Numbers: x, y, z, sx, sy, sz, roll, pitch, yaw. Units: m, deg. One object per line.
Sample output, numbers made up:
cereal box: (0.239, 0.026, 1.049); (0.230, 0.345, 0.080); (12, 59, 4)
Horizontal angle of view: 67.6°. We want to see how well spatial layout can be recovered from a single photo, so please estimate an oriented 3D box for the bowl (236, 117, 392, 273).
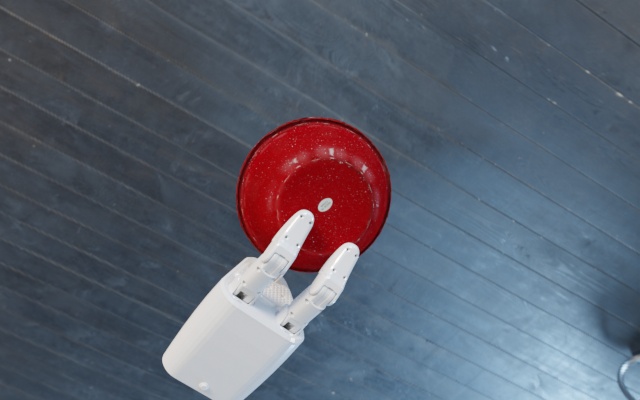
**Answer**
bowl: (0.001, 0.000, 0.463); (0.162, 0.162, 0.055); (0, 11, -11)
